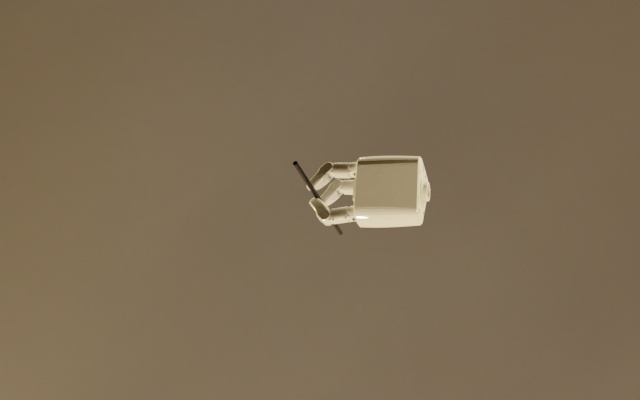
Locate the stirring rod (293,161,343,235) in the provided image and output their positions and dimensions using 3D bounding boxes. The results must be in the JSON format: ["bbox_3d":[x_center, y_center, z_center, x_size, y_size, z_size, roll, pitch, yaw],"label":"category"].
[{"bbox_3d":[0.000,0.003,0.851,0.011,0.011,0.240,0,-31,23],"label":"stirring rod"}]
